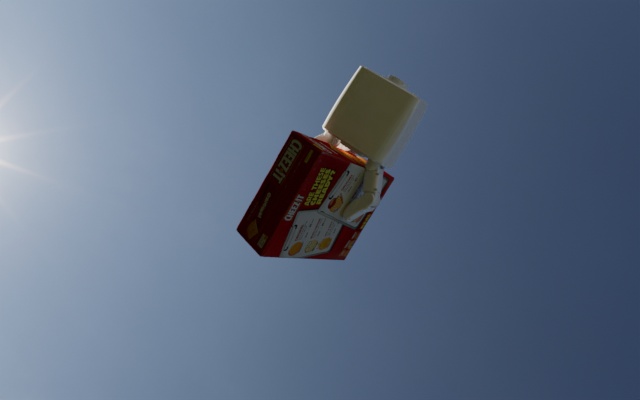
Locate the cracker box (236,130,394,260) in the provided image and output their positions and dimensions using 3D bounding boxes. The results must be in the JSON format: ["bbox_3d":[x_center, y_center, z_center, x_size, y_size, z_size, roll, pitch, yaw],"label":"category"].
[{"bbox_3d":[0.000,0.002,0.709,0.072,0.164,0.214,39,15,32],"label":"cracker box"}]
